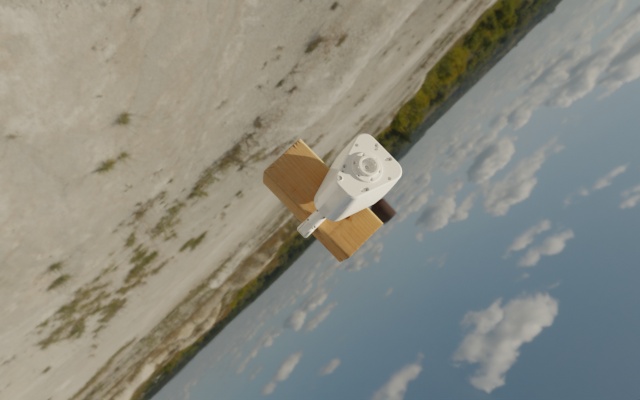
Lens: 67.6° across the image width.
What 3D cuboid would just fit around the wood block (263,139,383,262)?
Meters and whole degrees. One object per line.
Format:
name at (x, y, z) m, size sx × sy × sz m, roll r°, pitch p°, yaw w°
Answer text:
wood block at (0.000, 0.003, 0.854) m, size 0.091 × 0.206 × 0.090 m, roll -43°, pitch -3°, yaw -13°
